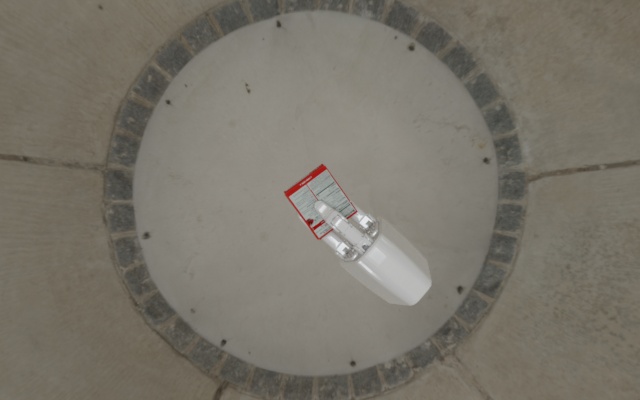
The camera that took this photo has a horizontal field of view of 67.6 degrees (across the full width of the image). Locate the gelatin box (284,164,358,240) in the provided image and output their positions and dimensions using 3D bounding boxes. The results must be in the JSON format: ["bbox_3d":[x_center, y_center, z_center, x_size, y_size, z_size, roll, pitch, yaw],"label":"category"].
[{"bbox_3d":[0.000,0.002,0.707,0.073,0.089,0.030,-36,10,-1],"label":"gelatin box"}]
